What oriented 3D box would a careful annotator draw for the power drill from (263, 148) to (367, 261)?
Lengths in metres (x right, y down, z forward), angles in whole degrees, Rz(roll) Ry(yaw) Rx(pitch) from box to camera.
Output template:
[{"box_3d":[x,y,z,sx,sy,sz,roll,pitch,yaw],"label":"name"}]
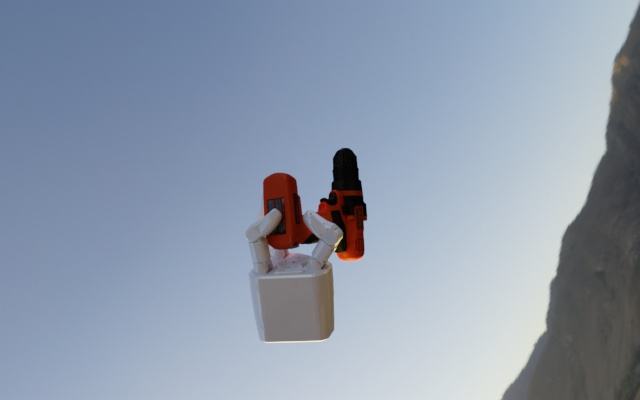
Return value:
[{"box_3d":[0.000,0.003,0.723,0.057,0.184,0.187,-11,-10,42],"label":"power drill"}]
